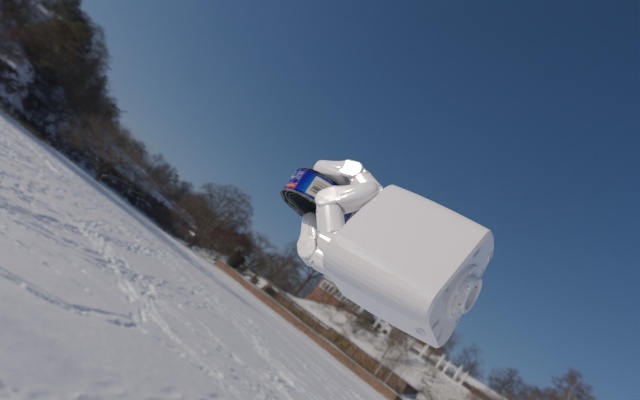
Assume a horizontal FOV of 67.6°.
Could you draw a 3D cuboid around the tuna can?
[{"bbox_3d":[0.000,0.001,0.530,0.086,0.033,0.086,31,-16,10],"label":"tuna can"}]
